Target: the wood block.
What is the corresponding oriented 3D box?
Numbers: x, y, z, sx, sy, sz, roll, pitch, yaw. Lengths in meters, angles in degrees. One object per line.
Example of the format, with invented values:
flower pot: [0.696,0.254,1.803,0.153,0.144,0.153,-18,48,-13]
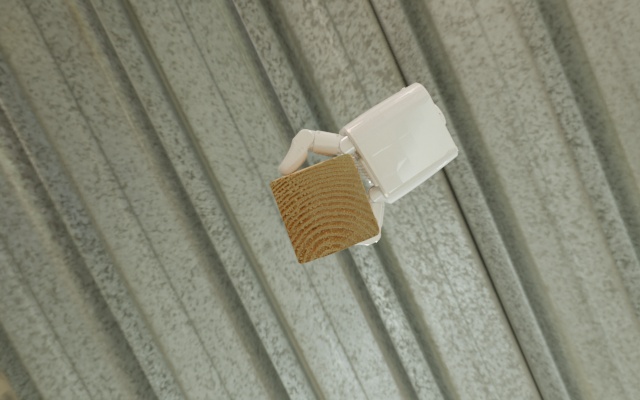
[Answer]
wood block: [0.001,0.002,0.577,0.090,0.091,0.206,-21,4,-1]
